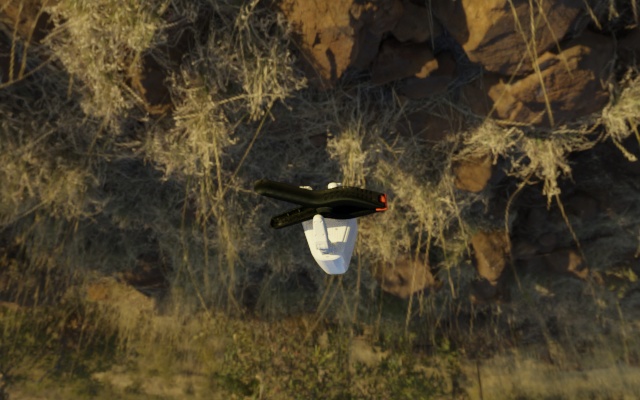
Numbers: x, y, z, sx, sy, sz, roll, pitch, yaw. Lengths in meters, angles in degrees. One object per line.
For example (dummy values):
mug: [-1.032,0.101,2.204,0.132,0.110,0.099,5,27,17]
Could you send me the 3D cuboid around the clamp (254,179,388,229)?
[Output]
clamp: [0.001,0.003,0.765,0.210,0.036,0.165,-5,-23,9]
